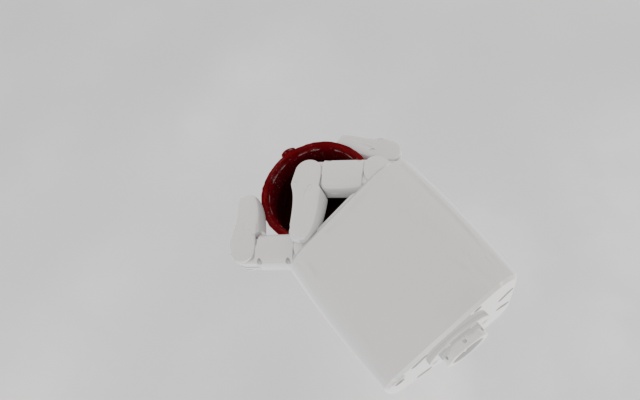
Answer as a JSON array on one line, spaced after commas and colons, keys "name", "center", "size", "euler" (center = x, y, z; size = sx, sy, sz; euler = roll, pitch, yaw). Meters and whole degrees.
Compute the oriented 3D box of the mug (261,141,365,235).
[{"name": "mug", "center": [-0.001, 0.001, 0.423], "size": [0.093, 0.117, 0.081], "euler": [-36, -32, -3]}]
